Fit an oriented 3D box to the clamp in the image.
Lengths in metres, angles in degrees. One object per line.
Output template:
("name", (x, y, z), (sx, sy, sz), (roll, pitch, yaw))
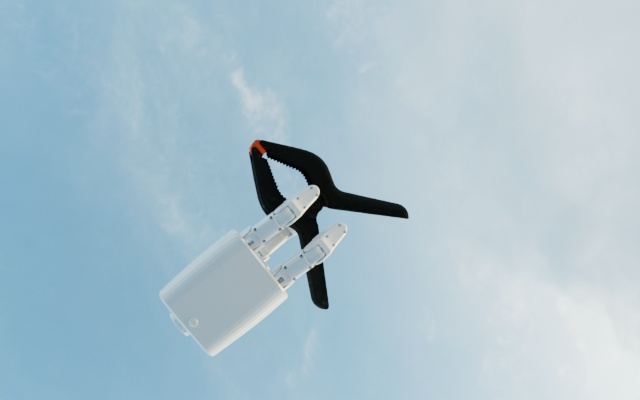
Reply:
("clamp", (-0.001, 0.002, 0.577), (0.164, 0.210, 0.036), (-39, 8, -15))
